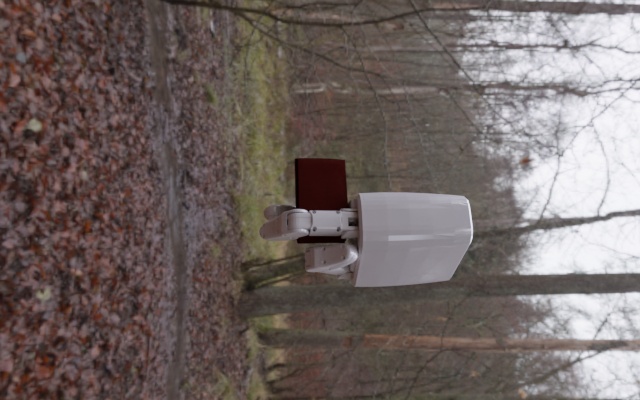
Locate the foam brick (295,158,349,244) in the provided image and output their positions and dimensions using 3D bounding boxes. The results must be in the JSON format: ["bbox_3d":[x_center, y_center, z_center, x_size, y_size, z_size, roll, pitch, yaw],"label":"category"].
[{"bbox_3d":[0.000,0.001,0.491,0.051,0.078,0.053,-2,-18,-2],"label":"foam brick"}]
